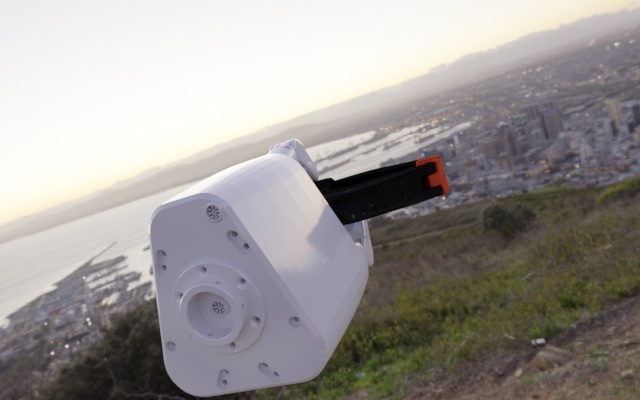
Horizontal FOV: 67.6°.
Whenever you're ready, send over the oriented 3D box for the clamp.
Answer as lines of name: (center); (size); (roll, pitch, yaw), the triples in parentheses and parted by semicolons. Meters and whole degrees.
clamp: (0.000, 0.000, 0.401); (0.210, 0.036, 0.164); (-15, 9, 18)
